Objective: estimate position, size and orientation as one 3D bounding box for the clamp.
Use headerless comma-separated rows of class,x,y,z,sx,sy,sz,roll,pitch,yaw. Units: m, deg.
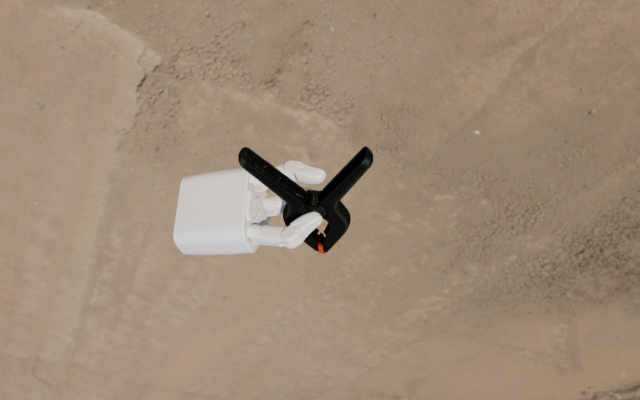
clamp,0.000,0.003,0.637,0.164,0.036,0.210,-3,-40,15
